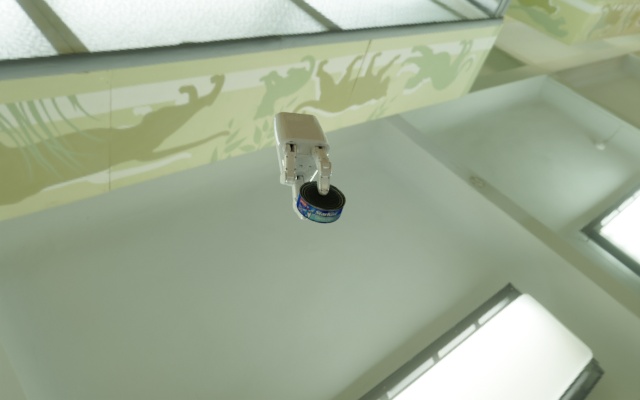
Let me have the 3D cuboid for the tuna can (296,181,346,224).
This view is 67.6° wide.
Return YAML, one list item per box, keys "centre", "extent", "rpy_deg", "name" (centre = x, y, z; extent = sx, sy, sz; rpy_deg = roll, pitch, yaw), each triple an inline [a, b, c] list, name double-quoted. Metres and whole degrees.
- centre: [0.000, 0.003, 0.859]
  extent: [0.086, 0.034, 0.086]
  rpy_deg: [12, 34, -8]
  name: "tuna can"
